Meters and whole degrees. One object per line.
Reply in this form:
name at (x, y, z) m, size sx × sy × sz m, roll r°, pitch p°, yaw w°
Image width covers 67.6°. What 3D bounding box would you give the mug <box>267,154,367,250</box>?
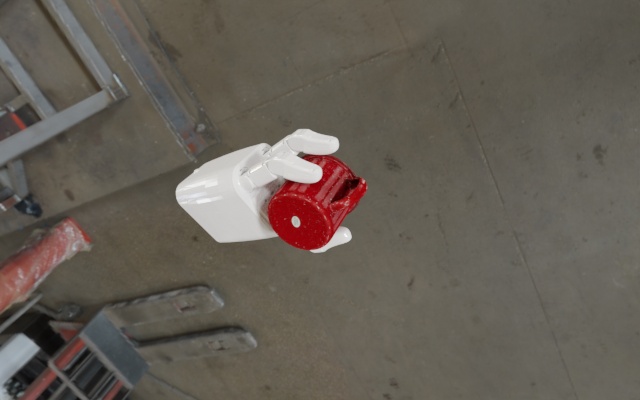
mug at (0.001, 0.002, 0.552) m, size 0.117 × 0.093 × 0.081 m, roll -12°, pitch 27°, yaw 33°
